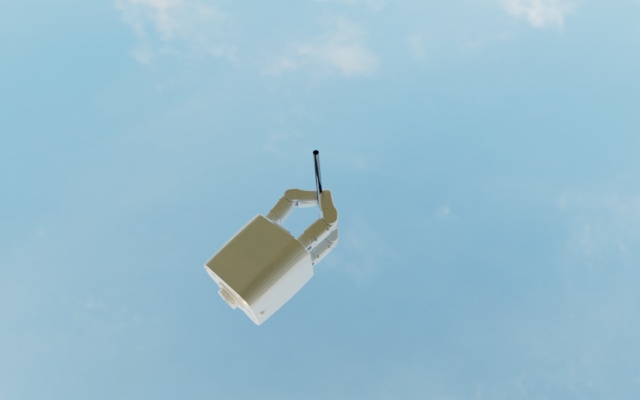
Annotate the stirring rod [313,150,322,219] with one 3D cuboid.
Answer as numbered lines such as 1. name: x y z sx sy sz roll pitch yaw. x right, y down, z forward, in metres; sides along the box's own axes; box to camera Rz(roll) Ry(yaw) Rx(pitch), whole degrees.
1. stirring rod: 0.000 0.002 0.696 0.011 0.011 0.240 0 -31 3
